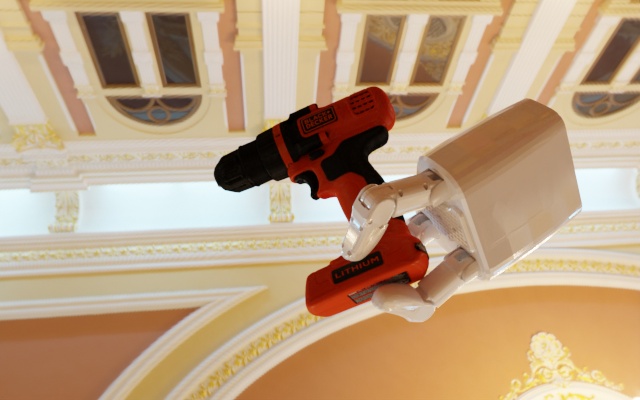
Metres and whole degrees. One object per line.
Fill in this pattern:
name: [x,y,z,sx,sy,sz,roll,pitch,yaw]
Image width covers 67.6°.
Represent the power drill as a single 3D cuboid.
power drill: [0.000,0.002,0.424,0.184,0.187,0.057,-24,-27,10]
